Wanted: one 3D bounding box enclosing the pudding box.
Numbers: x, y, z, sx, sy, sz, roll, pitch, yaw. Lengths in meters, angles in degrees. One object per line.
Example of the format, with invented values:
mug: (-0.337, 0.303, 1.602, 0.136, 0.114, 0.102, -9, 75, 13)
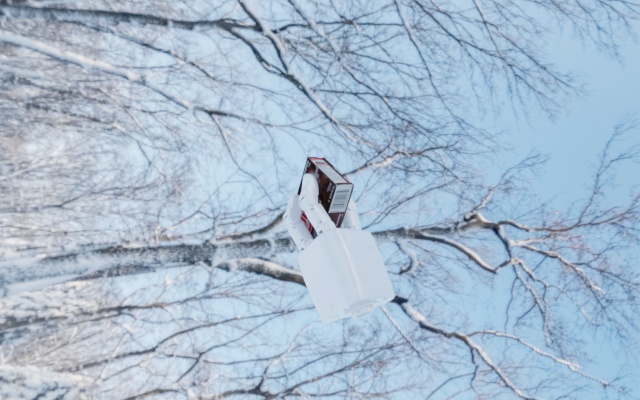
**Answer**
pudding box: (0.000, 0.002, 0.733, 0.039, 0.113, 0.090, -1, 31, -36)
